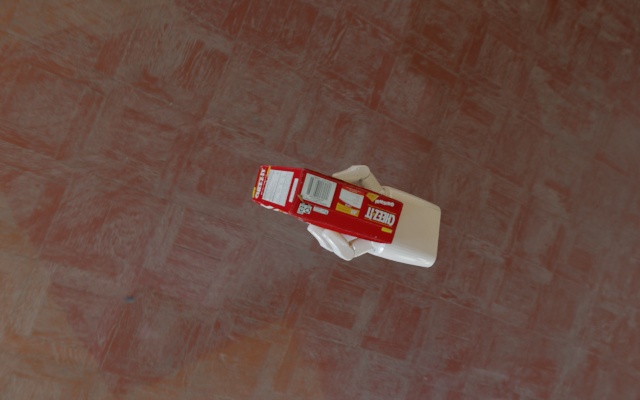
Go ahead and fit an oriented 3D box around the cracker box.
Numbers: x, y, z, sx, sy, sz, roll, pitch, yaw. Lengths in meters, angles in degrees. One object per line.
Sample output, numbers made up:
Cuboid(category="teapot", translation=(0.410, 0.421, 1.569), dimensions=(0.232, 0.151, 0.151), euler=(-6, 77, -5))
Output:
Cuboid(category="cracker box", translation=(0.000, 0.002, 0.742), dimensions=(0.164, 0.072, 0.213), euler=(18, -2, -22))
